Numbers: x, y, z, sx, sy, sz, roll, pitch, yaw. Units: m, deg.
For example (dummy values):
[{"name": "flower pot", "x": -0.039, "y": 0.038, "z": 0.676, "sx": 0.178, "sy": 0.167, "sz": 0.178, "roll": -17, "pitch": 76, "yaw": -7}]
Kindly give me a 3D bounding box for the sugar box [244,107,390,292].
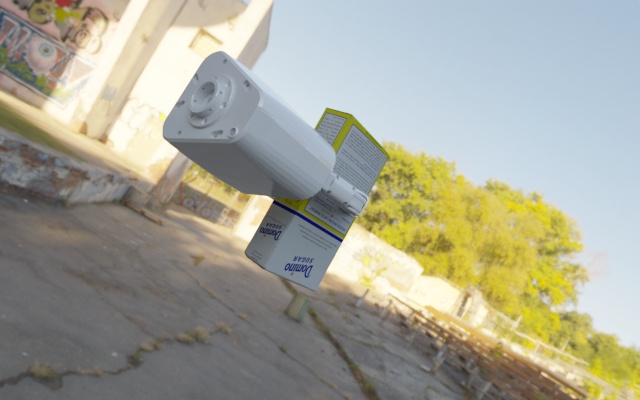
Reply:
[{"name": "sugar box", "x": 0.000, "y": 0.001, "z": 0.510, "sx": 0.048, "sy": 0.176, "sz": 0.093, "roll": 28, "pitch": -5, "yaw": 42}]
